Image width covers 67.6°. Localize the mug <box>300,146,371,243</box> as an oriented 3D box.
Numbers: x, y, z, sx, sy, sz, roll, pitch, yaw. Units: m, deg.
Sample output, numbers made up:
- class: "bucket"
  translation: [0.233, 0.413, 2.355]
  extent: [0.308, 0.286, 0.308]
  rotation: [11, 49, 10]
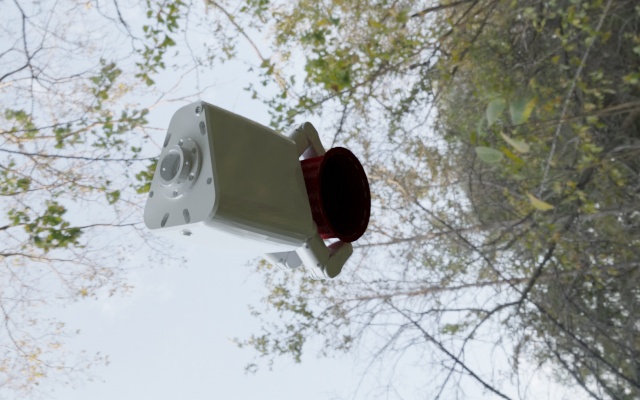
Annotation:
- class: "mug"
  translation: [0.001, 0.002, 0.489]
  extent: [0.081, 0.093, 0.117]
  rotation: [-9, -18, 36]
